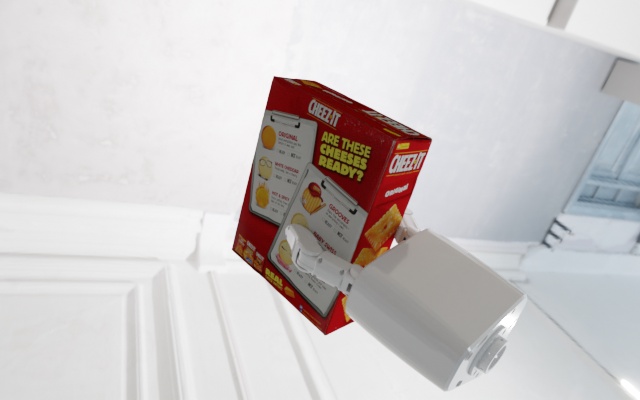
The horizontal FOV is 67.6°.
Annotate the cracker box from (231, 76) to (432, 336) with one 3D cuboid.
[{"bbox_3d":[0.000,0.002,0.497,0.164,0.214,0.072,35,29,34],"label":"cracker box"}]
